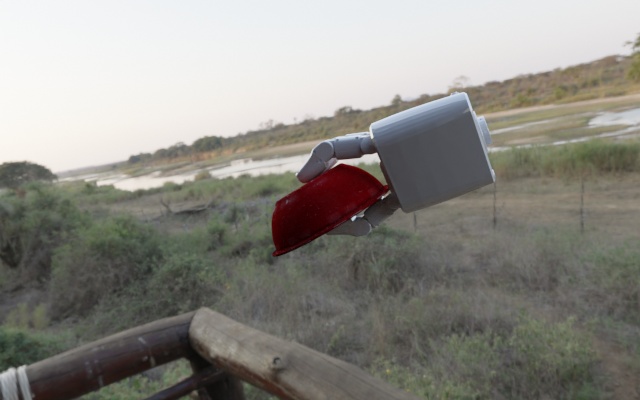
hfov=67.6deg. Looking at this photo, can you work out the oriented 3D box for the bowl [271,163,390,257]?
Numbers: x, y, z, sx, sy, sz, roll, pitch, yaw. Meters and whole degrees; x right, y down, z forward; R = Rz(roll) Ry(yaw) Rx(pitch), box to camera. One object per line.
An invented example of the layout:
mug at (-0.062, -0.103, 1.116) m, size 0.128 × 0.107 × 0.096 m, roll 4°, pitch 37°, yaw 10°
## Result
bowl at (-0.001, 0.002, 0.564) m, size 0.162 × 0.055 × 0.162 m, roll -31°, pitch 3°, yaw 2°
